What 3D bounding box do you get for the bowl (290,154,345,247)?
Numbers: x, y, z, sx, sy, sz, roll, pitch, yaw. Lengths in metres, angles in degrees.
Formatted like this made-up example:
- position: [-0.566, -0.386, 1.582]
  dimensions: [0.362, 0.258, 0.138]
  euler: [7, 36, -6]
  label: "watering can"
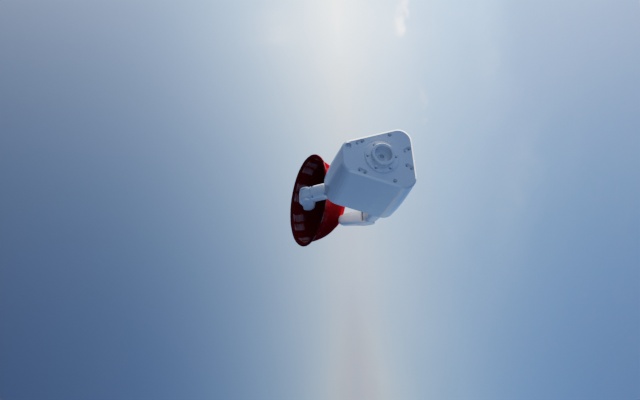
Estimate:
- position: [0.000, 0.003, 0.837]
  dimensions: [0.055, 0.162, 0.162]
  euler: [8, -4, -24]
  label: "bowl"
